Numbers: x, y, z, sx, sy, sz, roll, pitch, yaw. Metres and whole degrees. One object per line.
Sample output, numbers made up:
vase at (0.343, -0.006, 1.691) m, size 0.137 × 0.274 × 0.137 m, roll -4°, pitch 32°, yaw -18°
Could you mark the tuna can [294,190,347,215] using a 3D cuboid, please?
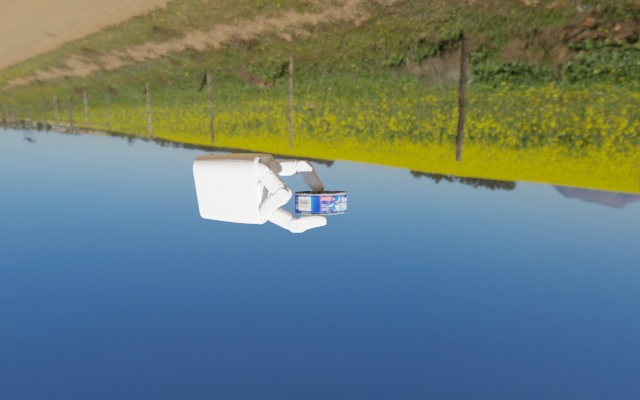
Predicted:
tuna can at (0.000, 0.003, 0.776) m, size 0.086 × 0.034 × 0.086 m, roll -1°, pitch 4°, yaw 0°
